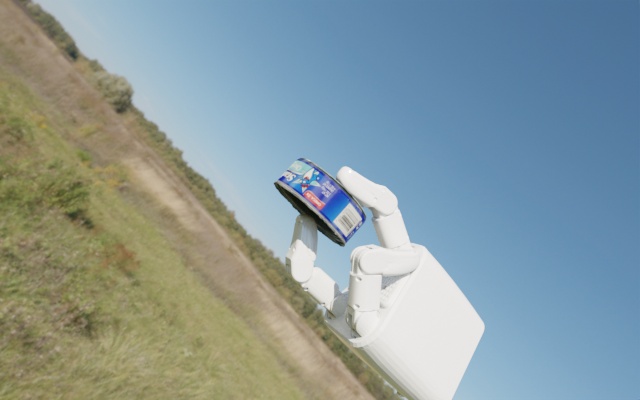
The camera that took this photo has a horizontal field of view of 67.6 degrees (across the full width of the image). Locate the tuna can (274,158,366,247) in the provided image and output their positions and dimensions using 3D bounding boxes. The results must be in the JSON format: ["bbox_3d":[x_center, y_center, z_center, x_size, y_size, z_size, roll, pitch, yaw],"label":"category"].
[{"bbox_3d":[0.000,0.001,0.434,0.086,0.033,0.086,41,-9,8],"label":"tuna can"}]
